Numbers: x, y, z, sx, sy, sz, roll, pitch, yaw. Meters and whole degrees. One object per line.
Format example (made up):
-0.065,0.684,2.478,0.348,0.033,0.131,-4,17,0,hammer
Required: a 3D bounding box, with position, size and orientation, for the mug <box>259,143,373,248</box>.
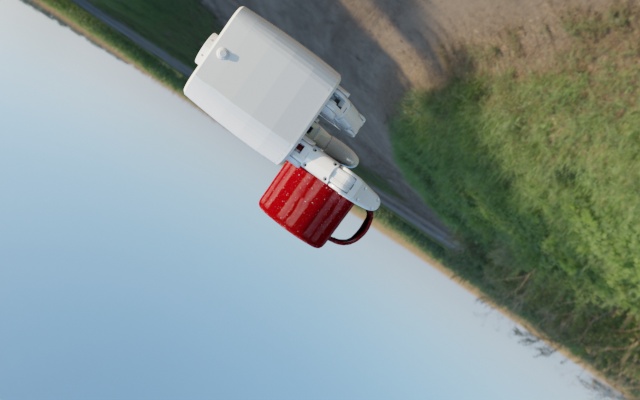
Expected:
0.001,0.003,0.494,0.117,0.081,0.093,36,1,-13,mug
